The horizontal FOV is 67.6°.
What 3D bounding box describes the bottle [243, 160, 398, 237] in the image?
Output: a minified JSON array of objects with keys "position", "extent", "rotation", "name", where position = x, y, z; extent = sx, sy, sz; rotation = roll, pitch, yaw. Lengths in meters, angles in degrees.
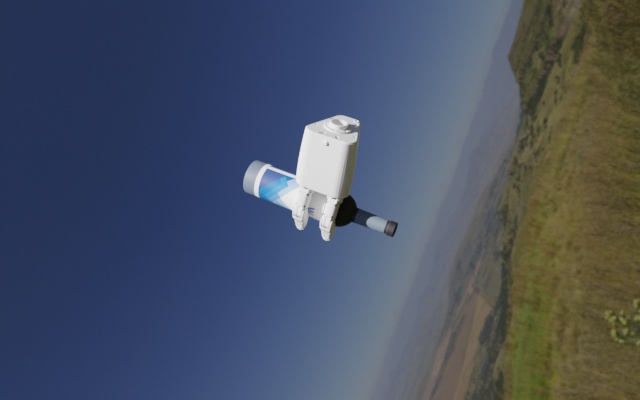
[{"position":[0.000,0.003,0.885],"extent":[0.295,0.069,0.069],"rotation":[21,6,16],"name":"bottle"}]
